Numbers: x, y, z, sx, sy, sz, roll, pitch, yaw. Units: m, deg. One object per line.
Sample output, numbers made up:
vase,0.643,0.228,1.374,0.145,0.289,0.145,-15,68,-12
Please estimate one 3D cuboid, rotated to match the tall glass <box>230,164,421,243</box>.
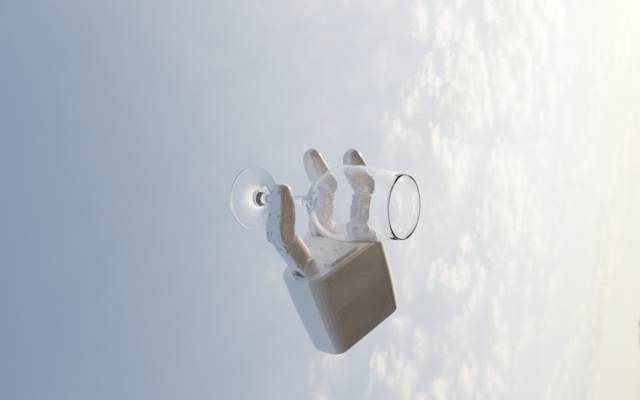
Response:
tall glass,-0.001,0.002,0.498,0.201,0.079,0.079,3,2,39
